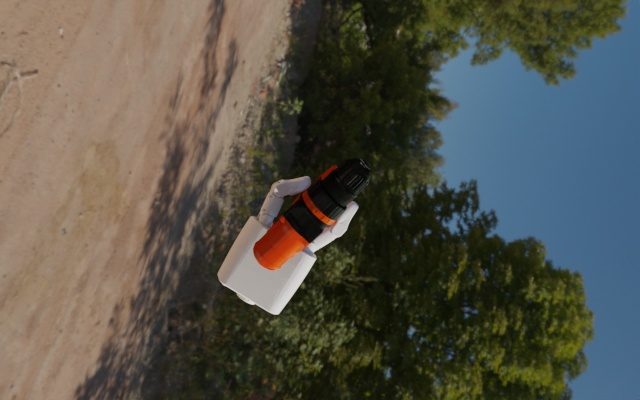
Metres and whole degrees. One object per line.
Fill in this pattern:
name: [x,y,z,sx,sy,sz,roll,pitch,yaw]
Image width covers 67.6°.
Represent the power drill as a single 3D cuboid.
power drill: [0.000,0.002,0.649,0.184,0.057,0.187,-41,1,15]
